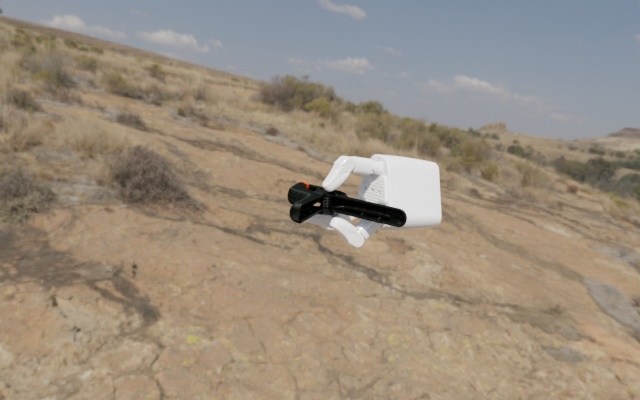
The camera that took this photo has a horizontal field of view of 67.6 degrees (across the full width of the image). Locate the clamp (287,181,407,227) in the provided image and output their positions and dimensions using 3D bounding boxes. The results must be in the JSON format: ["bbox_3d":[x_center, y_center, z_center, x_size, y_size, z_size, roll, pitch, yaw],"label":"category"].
[{"bbox_3d":[0.000,0.001,0.692,0.164,0.036,0.210,3,10,-29],"label":"clamp"}]
